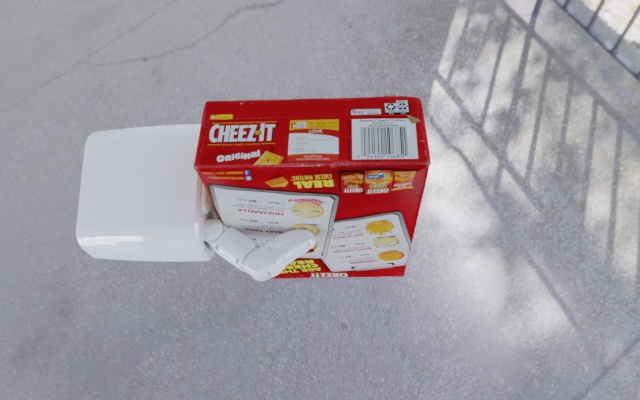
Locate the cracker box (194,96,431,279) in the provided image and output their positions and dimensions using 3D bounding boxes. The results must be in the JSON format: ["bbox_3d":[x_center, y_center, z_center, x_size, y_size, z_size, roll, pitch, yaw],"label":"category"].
[{"bbox_3d":[0.000,0.001,0.428,0.164,0.072,0.214,-1,-29,4],"label":"cracker box"}]
